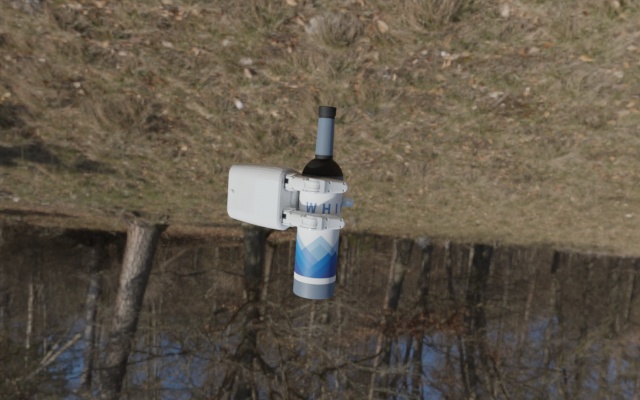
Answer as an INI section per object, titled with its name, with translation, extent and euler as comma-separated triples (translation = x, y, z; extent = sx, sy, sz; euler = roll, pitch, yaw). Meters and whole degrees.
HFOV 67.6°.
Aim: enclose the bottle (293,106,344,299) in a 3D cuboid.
[bottle]
translation = 0.000, 0.003, 0.749
extent = 0.069, 0.296, 0.069
euler = 4, 8, -1
